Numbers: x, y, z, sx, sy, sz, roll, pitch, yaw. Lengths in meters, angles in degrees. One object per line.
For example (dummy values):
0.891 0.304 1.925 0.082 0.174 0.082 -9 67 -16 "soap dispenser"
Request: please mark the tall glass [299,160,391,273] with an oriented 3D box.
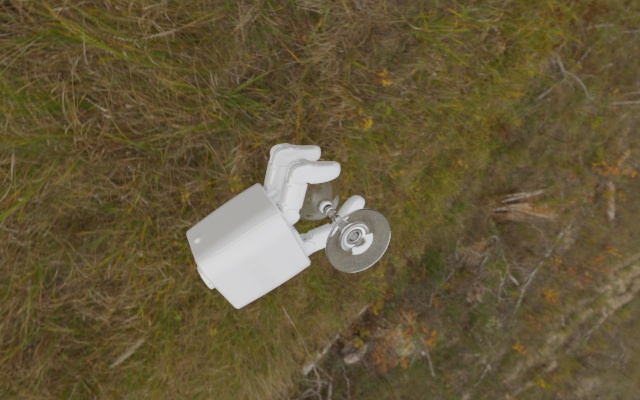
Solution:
0.001 0.002 0.568 0.079 0.079 0.201 0 24 -25 "tall glass"
